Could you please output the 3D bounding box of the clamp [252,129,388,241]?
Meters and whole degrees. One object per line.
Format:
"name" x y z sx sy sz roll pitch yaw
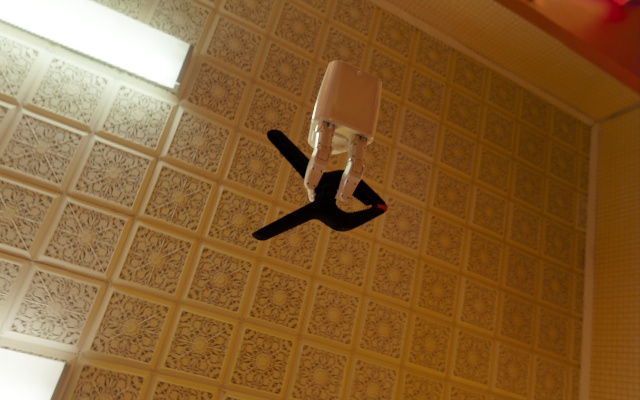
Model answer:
"clamp" 0.000 0.002 0.708 0.210 0.164 0.036 20 -18 -19
